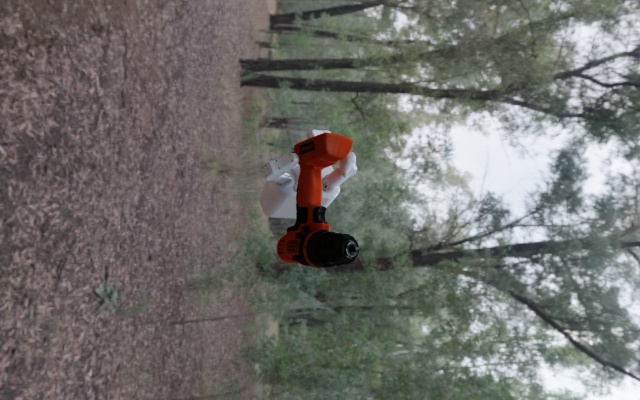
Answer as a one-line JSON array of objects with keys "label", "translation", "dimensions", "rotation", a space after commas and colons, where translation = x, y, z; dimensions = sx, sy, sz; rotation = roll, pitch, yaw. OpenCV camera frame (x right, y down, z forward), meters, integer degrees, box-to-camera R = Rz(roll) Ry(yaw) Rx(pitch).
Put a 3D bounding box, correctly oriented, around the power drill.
[{"label": "power drill", "translation": [0.000, 0.002, 0.684], "dimensions": [0.057, 0.187, 0.184], "rotation": [14, -12, -31]}]
